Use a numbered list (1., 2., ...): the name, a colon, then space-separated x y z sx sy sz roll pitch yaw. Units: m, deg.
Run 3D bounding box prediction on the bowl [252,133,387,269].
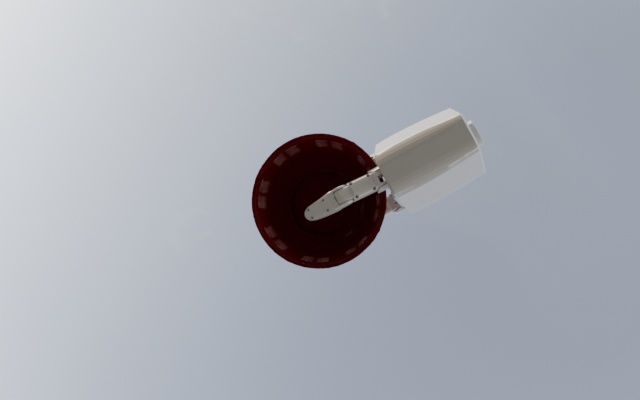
1. bowl: -0.001 0.002 0.590 0.162 0.162 0.055 0 -5 7
